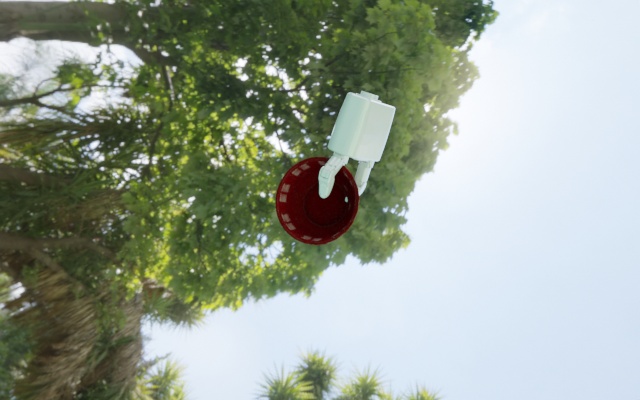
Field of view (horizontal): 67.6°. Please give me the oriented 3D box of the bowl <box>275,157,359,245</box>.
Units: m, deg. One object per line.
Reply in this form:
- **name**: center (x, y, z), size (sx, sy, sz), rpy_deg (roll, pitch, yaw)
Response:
- **bowl**: center (-0.001, 0.004, 0.889), size (0.162, 0.162, 0.055), rpy_deg (0, -7, 19)
